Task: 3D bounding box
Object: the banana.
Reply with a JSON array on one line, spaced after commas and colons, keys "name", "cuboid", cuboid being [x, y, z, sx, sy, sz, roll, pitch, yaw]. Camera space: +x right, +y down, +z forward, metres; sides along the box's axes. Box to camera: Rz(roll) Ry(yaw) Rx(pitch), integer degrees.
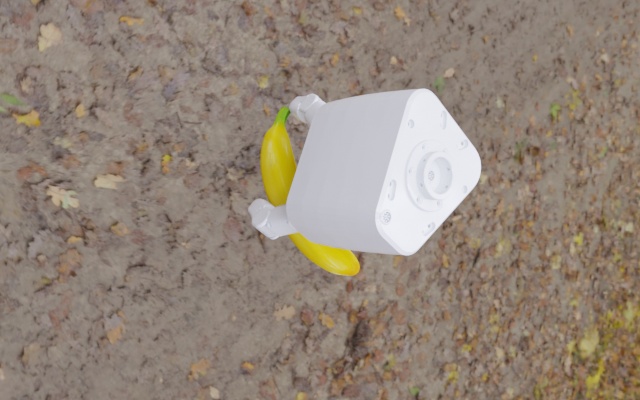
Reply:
[{"name": "banana", "cuboid": [-0.015, 0.008, 0.484, 0.069, 0.198, 0.037, -34, 20, -31]}]
